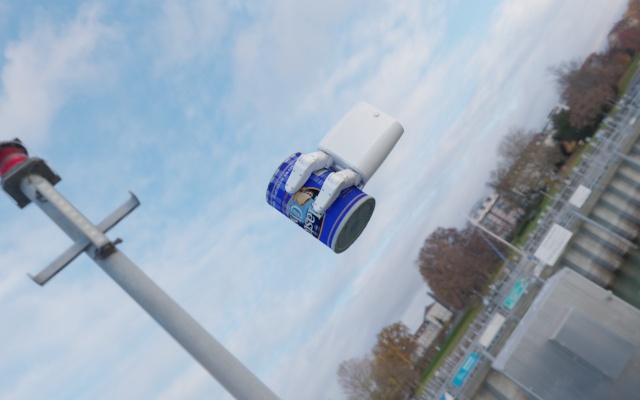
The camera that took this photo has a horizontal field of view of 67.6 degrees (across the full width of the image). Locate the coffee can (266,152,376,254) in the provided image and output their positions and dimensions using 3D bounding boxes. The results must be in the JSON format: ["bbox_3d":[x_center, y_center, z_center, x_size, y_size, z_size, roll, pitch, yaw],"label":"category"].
[{"bbox_3d":[0.000,0.003,0.748,0.140,0.103,0.103,34,14,21],"label":"coffee can"}]
